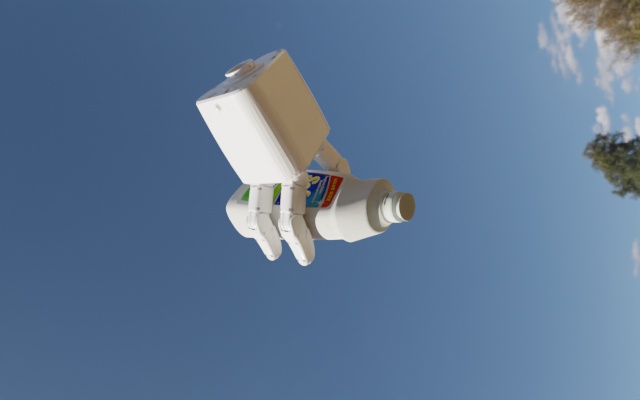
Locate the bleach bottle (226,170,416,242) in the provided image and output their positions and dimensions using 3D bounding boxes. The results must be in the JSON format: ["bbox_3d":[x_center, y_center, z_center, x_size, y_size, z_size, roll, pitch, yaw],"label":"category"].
[{"bbox_3d":[0.000,0.002,0.557,0.251,0.068,0.102,-1,38,45],"label":"bleach bottle"}]
